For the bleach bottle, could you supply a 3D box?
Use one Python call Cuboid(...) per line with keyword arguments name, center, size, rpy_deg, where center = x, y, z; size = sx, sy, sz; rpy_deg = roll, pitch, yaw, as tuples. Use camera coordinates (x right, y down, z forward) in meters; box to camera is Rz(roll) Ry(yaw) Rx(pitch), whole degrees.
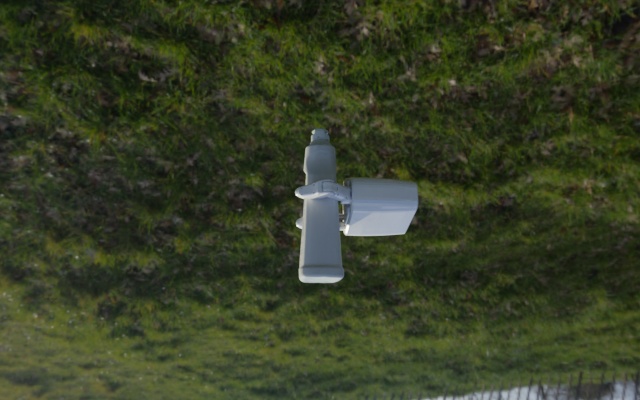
Cuboid(name="bleach bottle", center=(0.000, 0.003, 0.769), size=(0.068, 0.250, 0.102), rpy_deg=(1, -15, -5))
